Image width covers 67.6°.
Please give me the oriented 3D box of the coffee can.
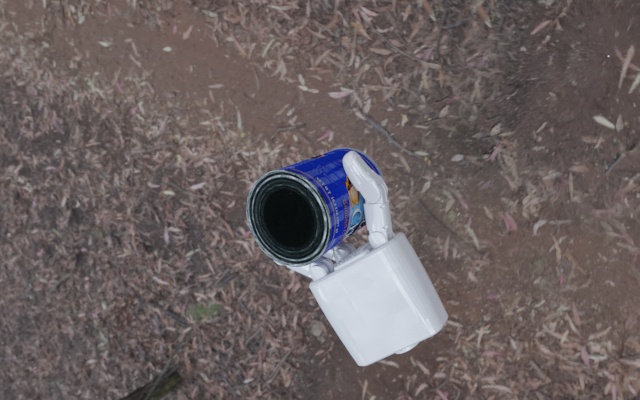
[{"bbox_3d":[0.000,0.002,0.537,0.103,0.103,0.140,0,15,31],"label":"coffee can"}]
